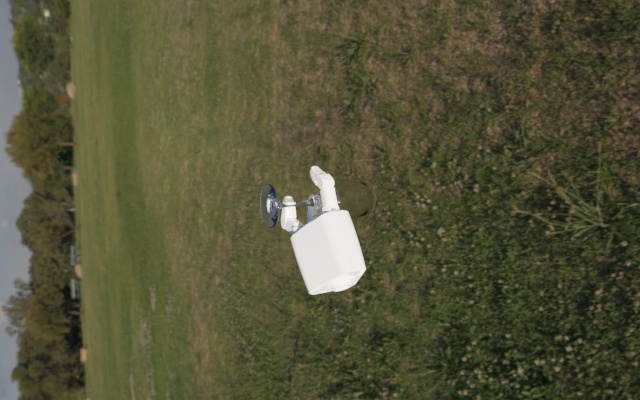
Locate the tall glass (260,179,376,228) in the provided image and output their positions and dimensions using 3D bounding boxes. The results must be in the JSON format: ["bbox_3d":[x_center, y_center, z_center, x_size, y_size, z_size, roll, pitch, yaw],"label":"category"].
[{"bbox_3d":[0.000,0.003,0.847,0.201,0.079,0.079,-5,2,-30],"label":"tall glass"}]
